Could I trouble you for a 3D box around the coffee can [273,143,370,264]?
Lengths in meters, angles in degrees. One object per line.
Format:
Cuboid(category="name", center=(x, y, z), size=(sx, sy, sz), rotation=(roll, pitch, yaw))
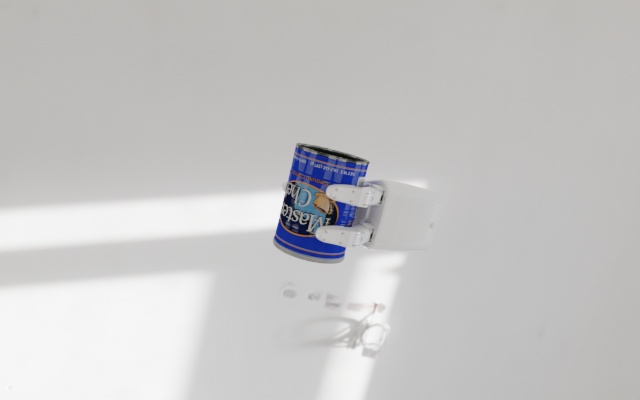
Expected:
Cuboid(category="coffee can", center=(0.000, 0.002, 0.652), size=(0.103, 0.140, 0.103), rotation=(14, 11, -3))
